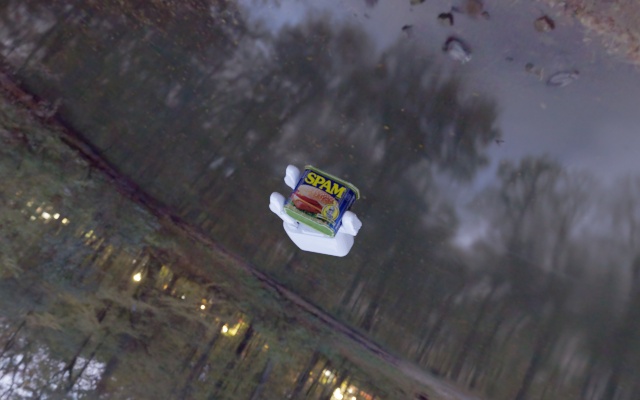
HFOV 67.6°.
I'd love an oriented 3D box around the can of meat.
[{"bbox_3d":[0.000,0.003,0.786,0.102,0.084,0.057,26,-17,16],"label":"can of meat"}]
